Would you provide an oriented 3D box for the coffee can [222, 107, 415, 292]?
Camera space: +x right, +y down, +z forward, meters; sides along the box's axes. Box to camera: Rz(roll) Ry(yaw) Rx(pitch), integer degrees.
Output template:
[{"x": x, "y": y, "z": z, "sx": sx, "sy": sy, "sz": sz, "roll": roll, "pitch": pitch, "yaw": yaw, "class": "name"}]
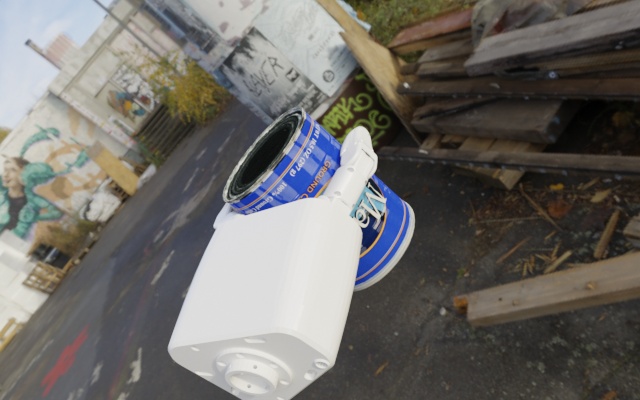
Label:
[{"x": 0.000, "y": 0.001, "z": 0.427, "sx": 0.140, "sy": 0.102, "sz": 0.103, "roll": 40, "pitch": -18, "yaw": -22, "class": "coffee can"}]
